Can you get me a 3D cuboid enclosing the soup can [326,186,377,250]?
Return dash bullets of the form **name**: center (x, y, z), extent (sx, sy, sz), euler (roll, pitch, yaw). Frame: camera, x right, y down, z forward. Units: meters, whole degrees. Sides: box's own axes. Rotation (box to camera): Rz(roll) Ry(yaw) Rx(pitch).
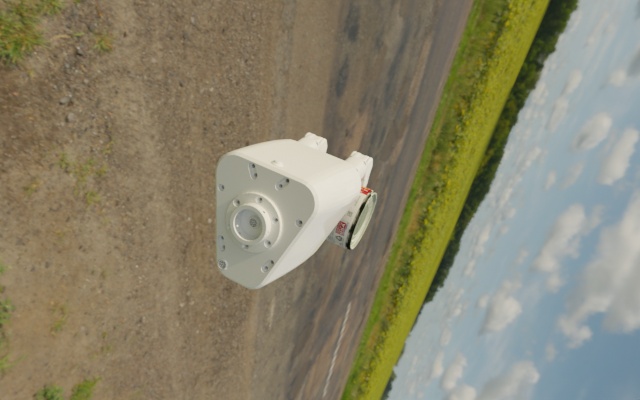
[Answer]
- **soup can**: center (0.000, 0.002, 0.505), extent (0.102, 0.068, 0.068), euler (24, 6, 15)
